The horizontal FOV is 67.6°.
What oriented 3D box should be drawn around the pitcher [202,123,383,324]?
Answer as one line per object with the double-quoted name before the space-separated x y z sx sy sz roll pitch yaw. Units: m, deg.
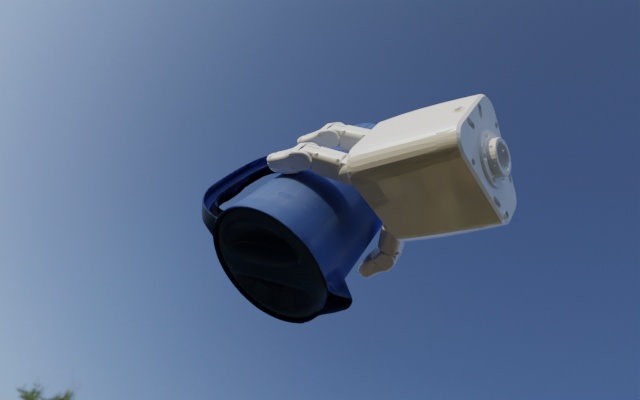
"pitcher" 0.000 0.002 0.528 0.145 0.149 0.242 -14 20 42
